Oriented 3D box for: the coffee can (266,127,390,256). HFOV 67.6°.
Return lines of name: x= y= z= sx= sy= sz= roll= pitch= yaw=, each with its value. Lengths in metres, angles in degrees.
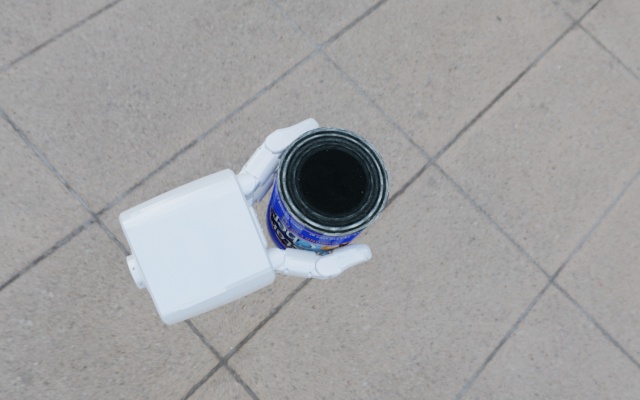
coffee can: x=0.000 y=0.002 z=0.486 sx=0.103 sy=0.102 sz=0.140 roll=0 pitch=-17 yaw=-11
